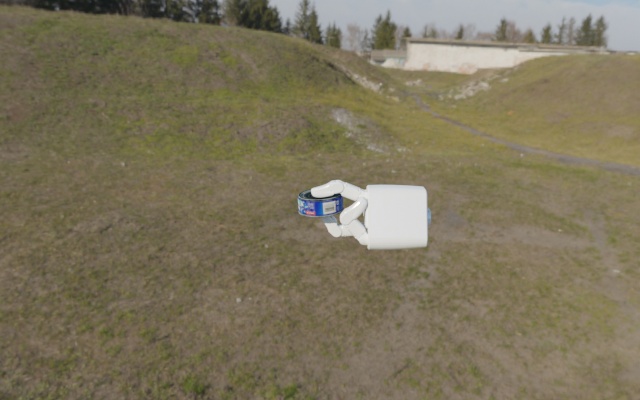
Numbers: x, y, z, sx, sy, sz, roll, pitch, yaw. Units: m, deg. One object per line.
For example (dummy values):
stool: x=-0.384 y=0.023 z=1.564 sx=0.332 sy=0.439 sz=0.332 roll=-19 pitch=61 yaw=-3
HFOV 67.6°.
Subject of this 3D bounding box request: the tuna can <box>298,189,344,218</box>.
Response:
tuna can: x=0.000 y=0.002 z=0.898 sx=0.086 sy=0.034 sz=0.086 roll=-4 pitch=16 yaw=1
